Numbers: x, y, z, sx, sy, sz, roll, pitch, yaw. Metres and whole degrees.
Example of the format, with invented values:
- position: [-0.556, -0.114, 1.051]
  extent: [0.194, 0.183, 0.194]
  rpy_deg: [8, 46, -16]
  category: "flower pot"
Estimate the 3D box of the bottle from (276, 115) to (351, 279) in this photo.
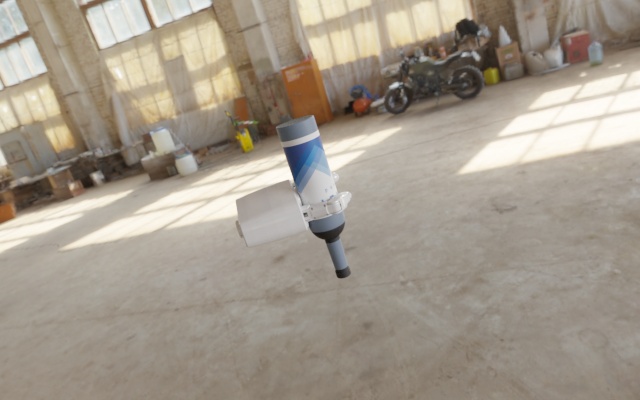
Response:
- position: [0.000, 0.002, 0.836]
  extent: [0.069, 0.296, 0.069]
  rpy_deg: [-16, 17, 5]
  category: "bottle"
